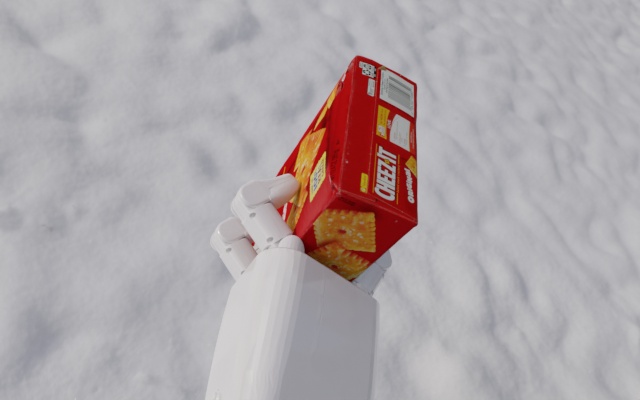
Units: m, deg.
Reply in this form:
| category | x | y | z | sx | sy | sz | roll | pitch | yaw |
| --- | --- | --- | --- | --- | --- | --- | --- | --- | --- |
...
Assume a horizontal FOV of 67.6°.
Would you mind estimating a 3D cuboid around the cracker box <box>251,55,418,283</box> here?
| category | x | y | z | sx | sy | sz | roll | pitch | yaw |
| --- | --- | --- | --- | --- | --- | --- | --- | --- | --- |
| cracker box | 0.000 | 0.001 | 0.433 | 0.072 | 0.164 | 0.214 | 23 | -42 | -16 |
